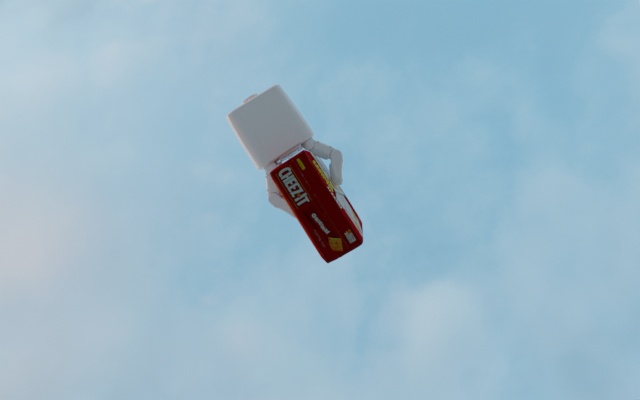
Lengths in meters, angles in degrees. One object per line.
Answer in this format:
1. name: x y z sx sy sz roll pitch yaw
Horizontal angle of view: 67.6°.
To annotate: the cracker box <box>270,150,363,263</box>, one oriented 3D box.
1. cracker box: 0.000 0.002 0.798 0.072 0.164 0.213 -33 2 7
